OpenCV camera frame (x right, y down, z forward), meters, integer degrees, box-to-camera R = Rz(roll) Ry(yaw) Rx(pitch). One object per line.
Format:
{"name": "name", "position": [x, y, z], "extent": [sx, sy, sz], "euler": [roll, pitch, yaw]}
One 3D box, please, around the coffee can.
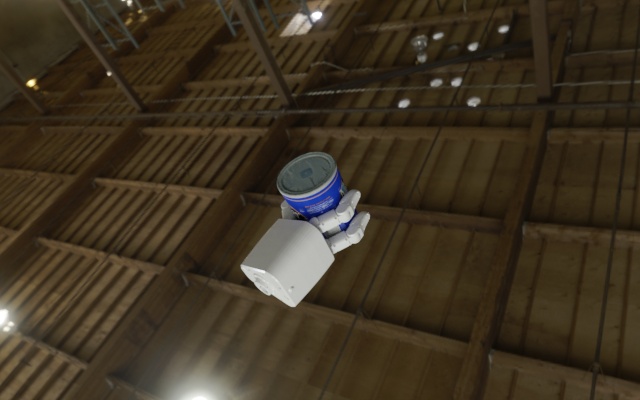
{"name": "coffee can", "position": [0.000, 0.002, 0.813], "extent": [0.103, 0.102, 0.140], "euler": [0, -43, 28]}
